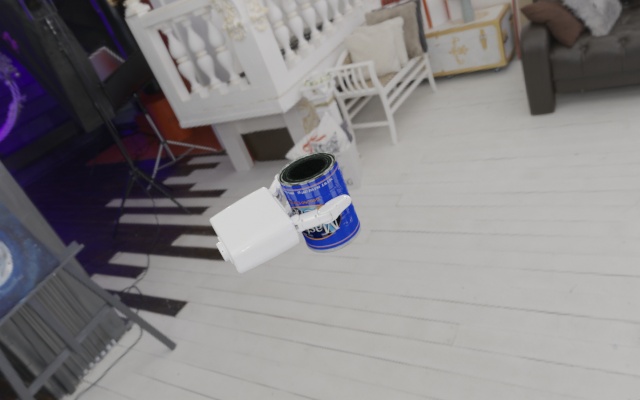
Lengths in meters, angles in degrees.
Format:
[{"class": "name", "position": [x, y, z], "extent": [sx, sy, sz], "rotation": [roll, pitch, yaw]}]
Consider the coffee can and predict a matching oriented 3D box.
[{"class": "coffee can", "position": [0.000, 0.003, 0.807], "extent": [0.103, 0.140, 0.102], "rotation": [-17, 29, 10]}]
